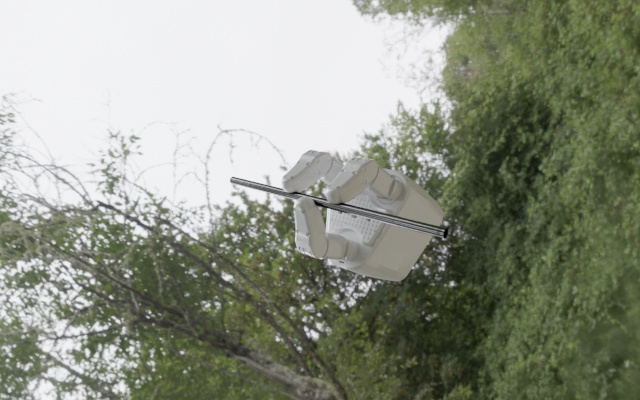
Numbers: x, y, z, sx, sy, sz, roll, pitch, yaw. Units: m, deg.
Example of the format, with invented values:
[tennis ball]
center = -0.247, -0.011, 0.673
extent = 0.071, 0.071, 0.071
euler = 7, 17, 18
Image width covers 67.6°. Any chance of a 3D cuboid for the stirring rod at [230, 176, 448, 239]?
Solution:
[stirring rod]
center = 0.000, 0.001, 0.424
extent = 0.239, 0.011, 0.011
euler = 14, 9, 38
